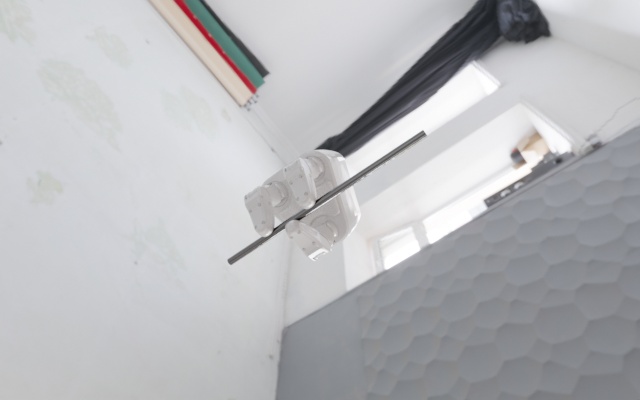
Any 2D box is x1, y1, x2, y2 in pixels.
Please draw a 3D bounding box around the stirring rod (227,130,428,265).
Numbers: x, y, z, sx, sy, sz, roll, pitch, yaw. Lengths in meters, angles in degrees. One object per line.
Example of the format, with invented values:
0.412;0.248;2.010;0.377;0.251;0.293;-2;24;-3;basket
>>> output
0.000;0.002;0.472;0.239;0.011;0.011;-33;-11;16;stirring rod
